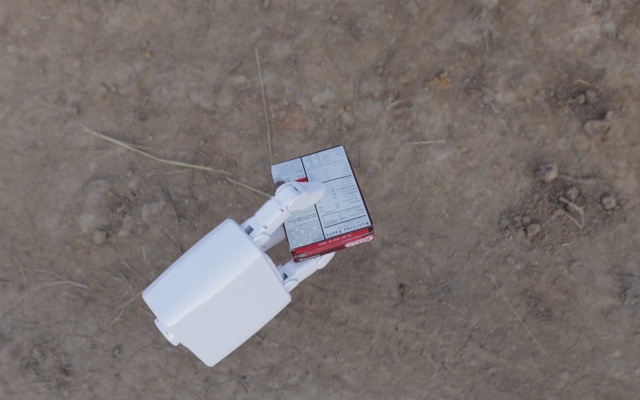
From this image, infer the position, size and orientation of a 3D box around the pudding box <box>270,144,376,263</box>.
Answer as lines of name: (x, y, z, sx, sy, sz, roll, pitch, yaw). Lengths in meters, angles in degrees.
pudding box: (0.000, 0.002, 0.513, 0.090, 0.113, 0.039, -16, -29, -2)
